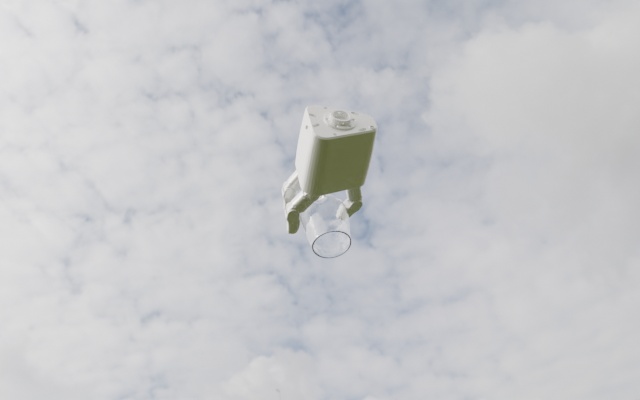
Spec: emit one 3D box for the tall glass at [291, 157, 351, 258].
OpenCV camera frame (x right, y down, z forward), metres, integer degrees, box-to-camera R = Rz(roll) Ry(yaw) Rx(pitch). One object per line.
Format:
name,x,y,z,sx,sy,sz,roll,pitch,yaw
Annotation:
tall glass,0.000,0.002,0.806,0.079,0.079,0.200,0,42,-14
